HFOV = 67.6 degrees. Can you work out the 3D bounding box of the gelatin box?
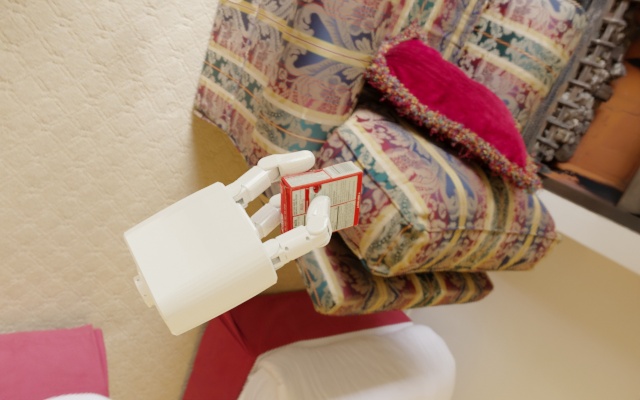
[{"bbox_3d":[0.001,0.002,0.523,0.089,0.073,0.030,-15,38,-22],"label":"gelatin box"}]
